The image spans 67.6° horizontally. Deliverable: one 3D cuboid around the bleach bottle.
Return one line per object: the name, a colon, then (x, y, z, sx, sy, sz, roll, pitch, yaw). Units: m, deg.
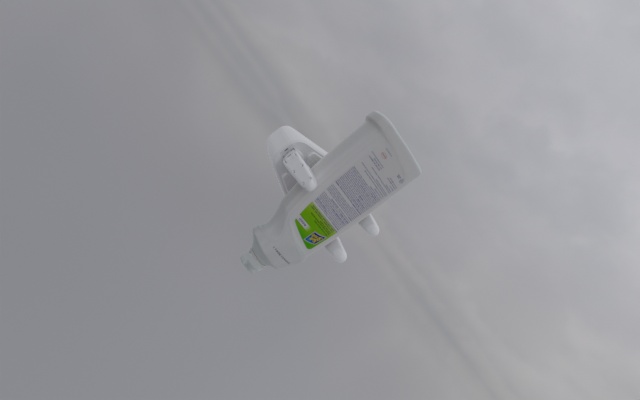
bleach bottle: (0.000, 0.002, 0.608, 0.251, 0.103, 0.068, -37, 25, 2)
